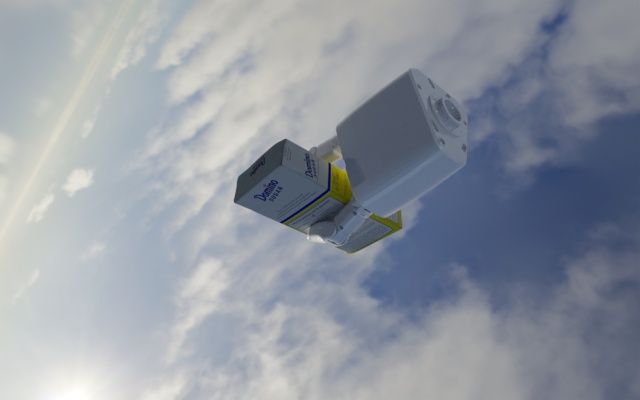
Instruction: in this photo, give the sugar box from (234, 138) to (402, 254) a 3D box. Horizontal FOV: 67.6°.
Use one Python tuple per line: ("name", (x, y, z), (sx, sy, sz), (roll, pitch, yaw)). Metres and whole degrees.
("sugar box", (0.000, 0.001, 0.551), (0.176, 0.048, 0.093), (29, -43, -29))
